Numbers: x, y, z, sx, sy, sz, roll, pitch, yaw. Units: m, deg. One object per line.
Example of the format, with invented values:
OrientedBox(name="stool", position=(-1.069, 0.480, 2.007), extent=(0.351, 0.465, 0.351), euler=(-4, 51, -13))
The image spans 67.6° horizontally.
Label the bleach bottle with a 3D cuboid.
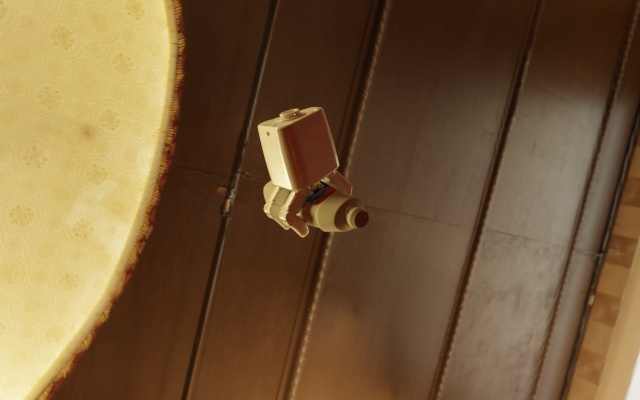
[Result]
OrientedBox(name="bleach bottle", position=(0.000, 0.003, 0.822), extent=(0.102, 0.068, 0.251), euler=(-27, 24, -27))
